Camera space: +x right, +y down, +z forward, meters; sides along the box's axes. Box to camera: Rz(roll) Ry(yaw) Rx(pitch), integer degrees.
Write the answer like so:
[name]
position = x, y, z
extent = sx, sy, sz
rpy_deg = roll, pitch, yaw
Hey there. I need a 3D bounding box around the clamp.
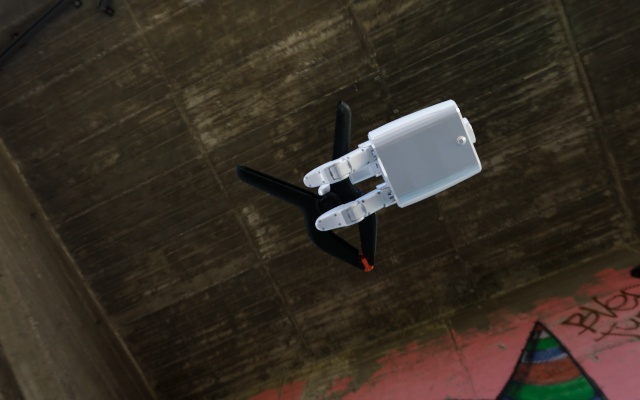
[clamp]
position = 0.001, 0.002, 0.608
extent = 0.164, 0.210, 0.036
rpy_deg = -23, 10, 13
